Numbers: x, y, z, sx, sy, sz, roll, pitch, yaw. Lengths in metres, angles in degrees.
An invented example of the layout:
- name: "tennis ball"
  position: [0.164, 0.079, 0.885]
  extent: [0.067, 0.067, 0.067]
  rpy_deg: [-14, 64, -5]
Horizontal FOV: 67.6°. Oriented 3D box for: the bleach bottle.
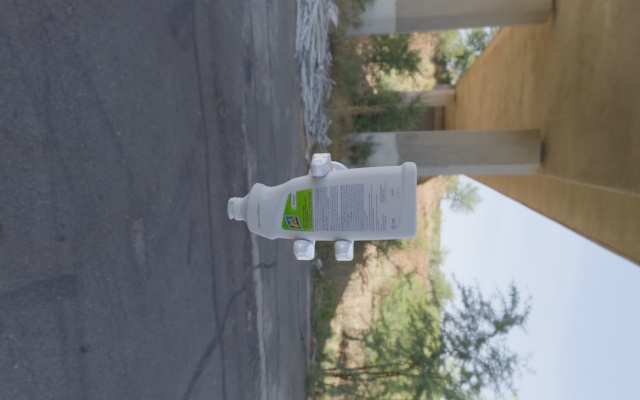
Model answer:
- name: "bleach bottle"
  position: [0.000, 0.002, 0.639]
  extent: [0.251, 0.102, 0.068]
  rpy_deg: [0, 3, 9]
